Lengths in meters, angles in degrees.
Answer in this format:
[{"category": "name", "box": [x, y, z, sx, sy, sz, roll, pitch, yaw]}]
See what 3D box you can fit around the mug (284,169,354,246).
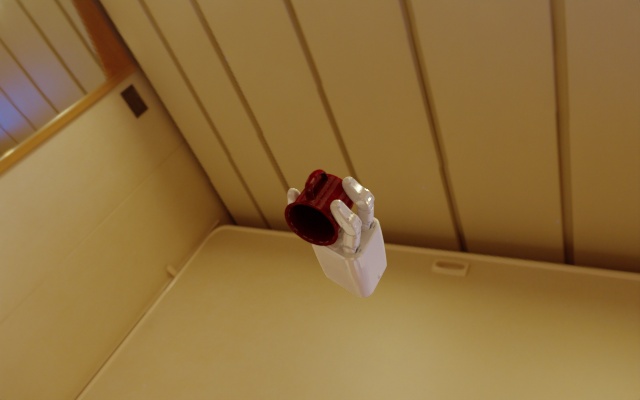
[{"category": "mug", "box": [0.000, 0.001, 0.746, 0.093, 0.117, 0.081, 10, 46, 28]}]
